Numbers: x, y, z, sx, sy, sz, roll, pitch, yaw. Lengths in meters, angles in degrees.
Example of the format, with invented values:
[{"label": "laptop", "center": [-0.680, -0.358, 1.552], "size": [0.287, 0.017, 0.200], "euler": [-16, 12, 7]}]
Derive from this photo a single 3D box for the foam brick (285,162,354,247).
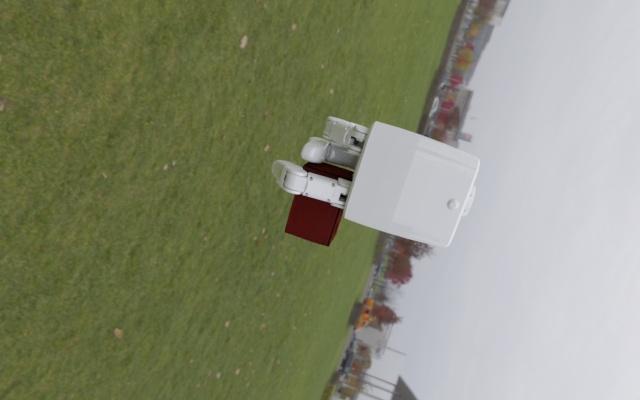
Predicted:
[{"label": "foam brick", "center": [0.000, 0.002, 0.513], "size": [0.051, 0.078, 0.053], "euler": [18, 15, 6]}]
